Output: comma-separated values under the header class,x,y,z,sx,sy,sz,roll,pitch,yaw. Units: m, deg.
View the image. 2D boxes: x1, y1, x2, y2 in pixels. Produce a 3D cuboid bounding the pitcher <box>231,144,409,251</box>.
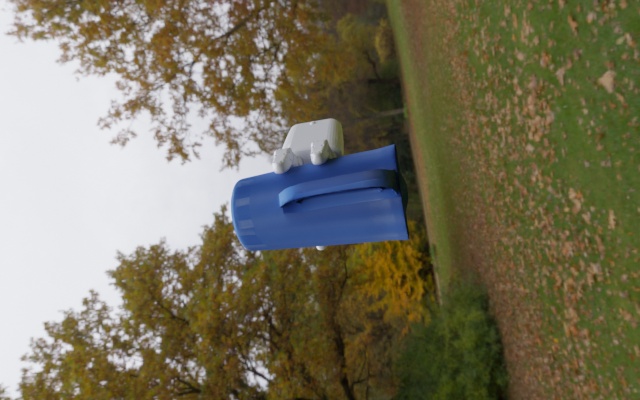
class,x,y,z,sx,sy,sz,roll,pitch,yaw
pitcher,0.000,0.002,0.671,0.243,0.149,0.145,-9,34,10
